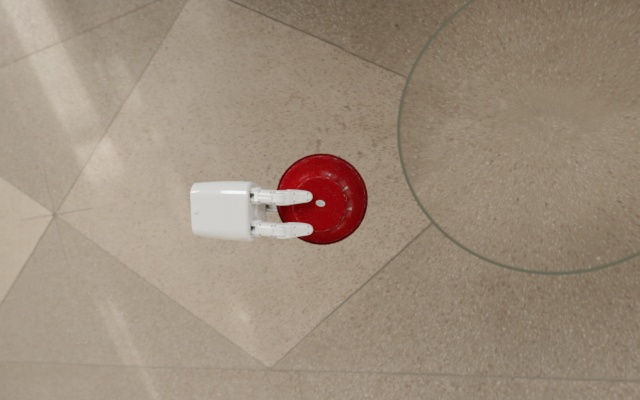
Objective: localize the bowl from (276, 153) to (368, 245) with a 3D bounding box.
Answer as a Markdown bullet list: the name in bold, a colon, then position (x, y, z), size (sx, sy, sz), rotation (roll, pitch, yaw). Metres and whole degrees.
- **bowl**: position (0.001, 0.002, 0.807), size (0.162, 0.162, 0.055), rotation (0, 9, 4)
